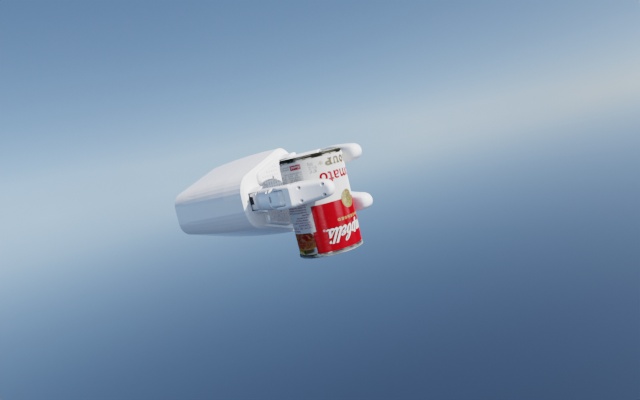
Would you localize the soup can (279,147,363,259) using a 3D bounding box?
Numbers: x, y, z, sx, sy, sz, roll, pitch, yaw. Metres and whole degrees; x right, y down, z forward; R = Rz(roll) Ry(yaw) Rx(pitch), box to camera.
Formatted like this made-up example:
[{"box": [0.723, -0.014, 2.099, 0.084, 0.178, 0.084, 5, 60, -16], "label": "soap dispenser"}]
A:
[{"box": [0.000, 0.001, 0.496, 0.068, 0.102, 0.068, -13, 5, 1], "label": "soup can"}]
